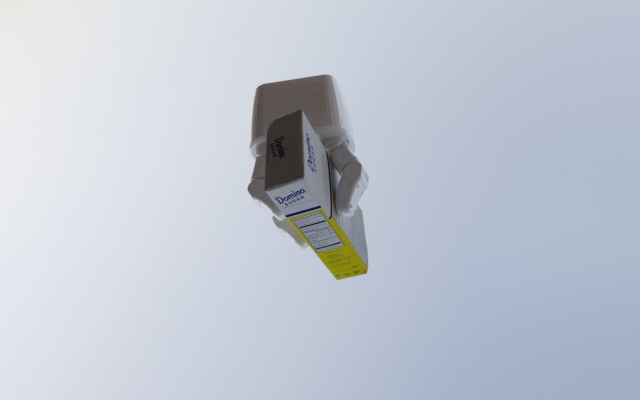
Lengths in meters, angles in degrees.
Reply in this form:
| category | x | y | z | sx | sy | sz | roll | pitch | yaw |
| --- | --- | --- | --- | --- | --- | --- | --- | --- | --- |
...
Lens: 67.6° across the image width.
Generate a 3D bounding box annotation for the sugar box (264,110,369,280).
| category | x | y | z | sx | sy | sz | roll | pitch | yaw |
| --- | --- | --- | --- | --- | --- | --- | --- | --- | --- |
| sugar box | 0.000 | 0.002 | 0.499 | 0.048 | 0.093 | 0.176 | -18 | -42 | 18 |
